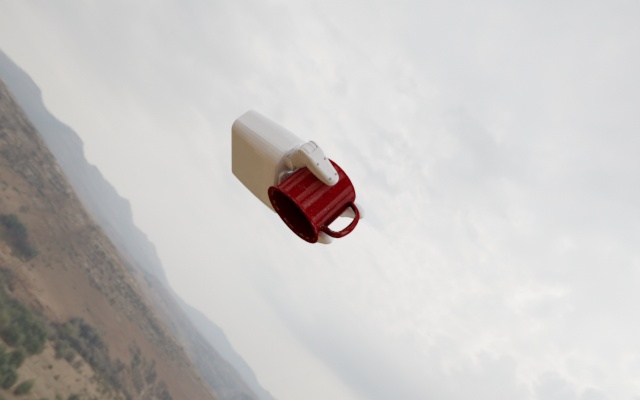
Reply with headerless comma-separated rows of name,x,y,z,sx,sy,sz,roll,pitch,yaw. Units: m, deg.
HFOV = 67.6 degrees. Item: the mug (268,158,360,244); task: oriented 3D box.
mug,0.001,0.003,0.616,0.117,0.081,0.093,37,-25,28
